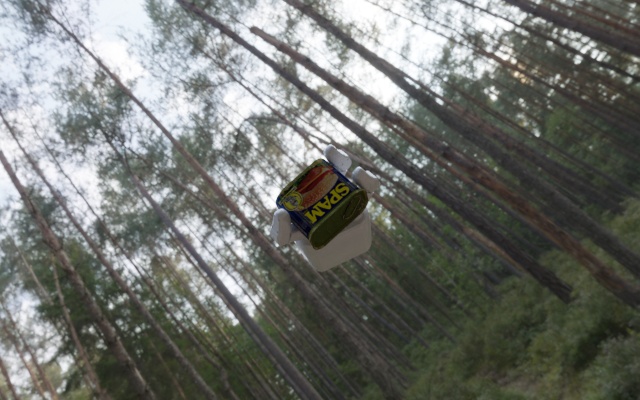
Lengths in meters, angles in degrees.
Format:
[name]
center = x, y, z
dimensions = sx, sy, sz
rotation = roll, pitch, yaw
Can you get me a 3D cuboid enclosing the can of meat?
[can of meat]
center = 0.000, 0.002, 0.657
dimensions = 0.084, 0.102, 0.057
rotation = 43, -12, 29
